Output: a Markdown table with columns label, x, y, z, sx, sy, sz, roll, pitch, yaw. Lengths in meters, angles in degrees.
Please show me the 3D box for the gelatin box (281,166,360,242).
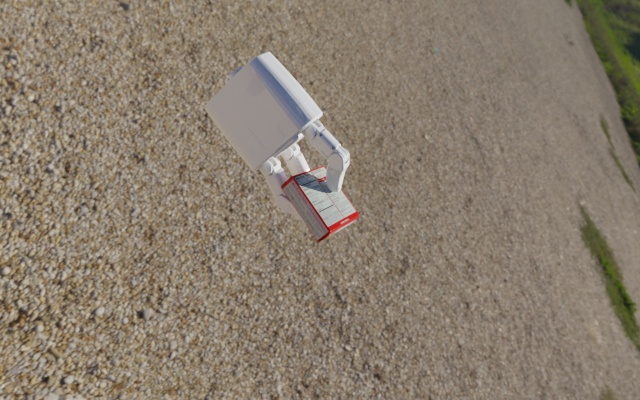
| label | x | y | z | sx | sy | sz | roll | pitch | yaw |
| --- | --- | --- | --- | --- | --- | --- | --- | --- | --- |
| gelatin box | 0.001 | 0.002 | 0.627 | 0.030 | 0.089 | 0.073 | -42 | -11 | 37 |
